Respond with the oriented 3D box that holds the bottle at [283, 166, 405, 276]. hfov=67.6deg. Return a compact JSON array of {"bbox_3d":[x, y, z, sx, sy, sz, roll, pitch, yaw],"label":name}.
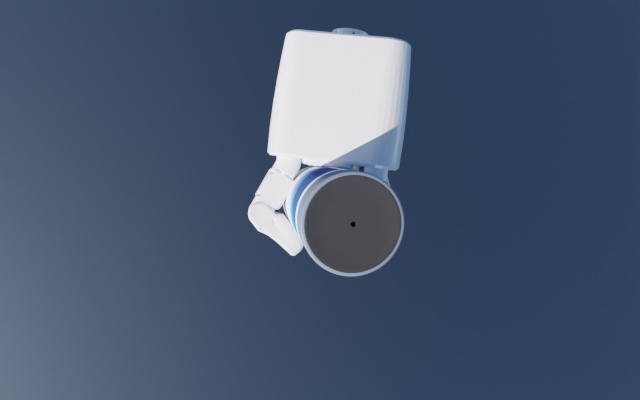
[{"bbox_3d":[0.000,0.002,0.441,0.069,0.069,0.295,0,5,-8],"label":"bottle"}]
